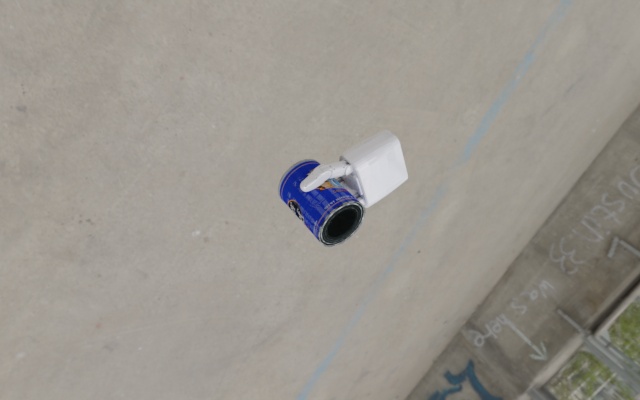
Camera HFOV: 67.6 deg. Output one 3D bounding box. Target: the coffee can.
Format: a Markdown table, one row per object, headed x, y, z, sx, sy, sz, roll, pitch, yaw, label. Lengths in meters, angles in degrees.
| x | y | z | sx | sy | sz | roll | pitch | yaw | label |
| --- | --- | --- | --- | --- | --- | --- | --- | --- | --- |
| 0.000 | 0.003 | 0.884 | 0.103 | 0.103 | 0.140 | 0 | 36 | -44 | coffee can |
